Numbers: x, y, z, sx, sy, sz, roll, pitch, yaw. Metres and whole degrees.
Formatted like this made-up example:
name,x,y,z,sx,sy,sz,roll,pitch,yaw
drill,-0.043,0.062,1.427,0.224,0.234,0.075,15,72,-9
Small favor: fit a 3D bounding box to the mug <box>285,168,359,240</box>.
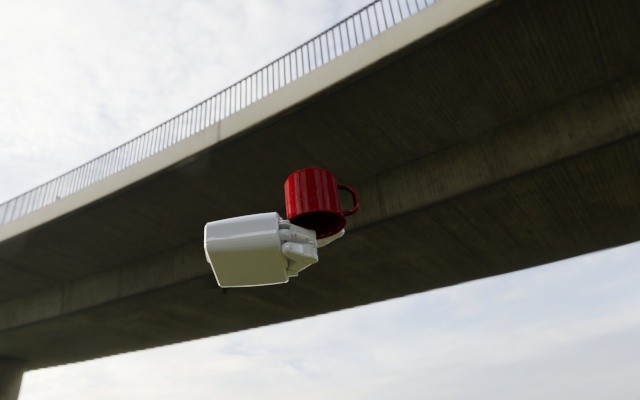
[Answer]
name,x,y,z,sx,sy,sz,roll,pitch,yaw
mug,0.002,0.002,0.732,0.117,0.081,0.093,-7,-31,0
